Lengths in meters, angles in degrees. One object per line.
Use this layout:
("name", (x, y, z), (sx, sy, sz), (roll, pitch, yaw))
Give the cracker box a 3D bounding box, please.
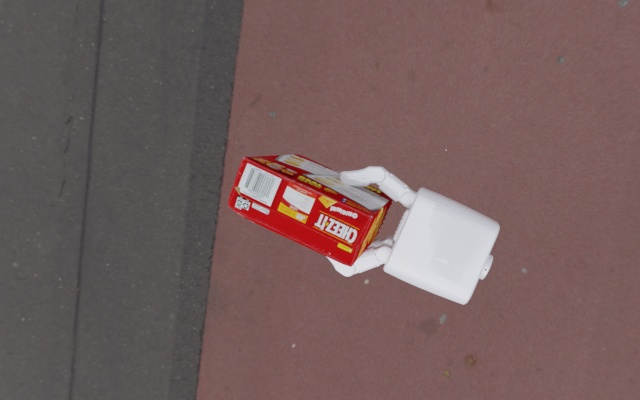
("cracker box", (0.000, 0.002, 0.626), (0.164, 0.072, 0.213), (25, 11, 11))
